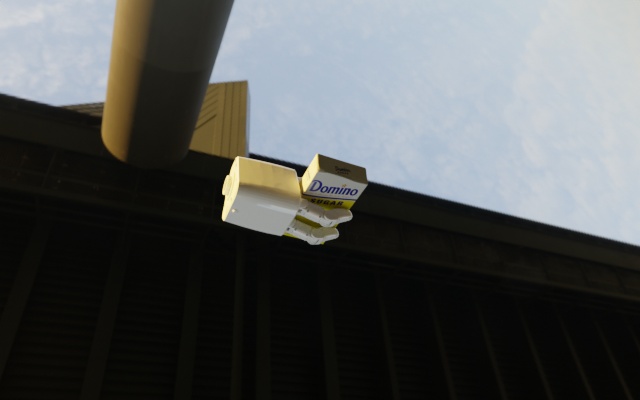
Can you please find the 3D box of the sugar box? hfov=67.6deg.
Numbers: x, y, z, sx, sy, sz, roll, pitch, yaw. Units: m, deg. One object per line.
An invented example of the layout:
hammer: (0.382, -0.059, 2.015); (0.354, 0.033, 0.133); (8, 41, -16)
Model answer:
sugar box: (0.000, 0.003, 0.827); (0.093, 0.048, 0.176); (15, -42, -19)
